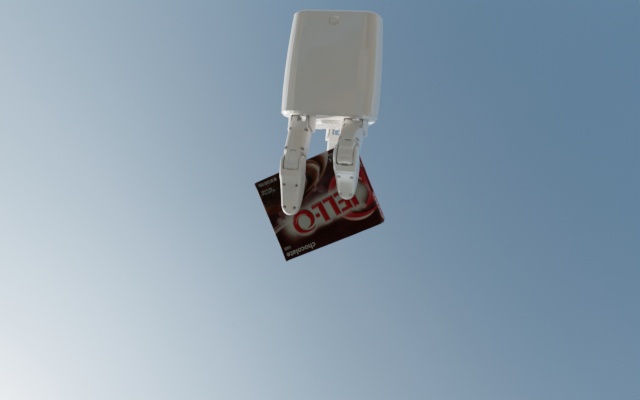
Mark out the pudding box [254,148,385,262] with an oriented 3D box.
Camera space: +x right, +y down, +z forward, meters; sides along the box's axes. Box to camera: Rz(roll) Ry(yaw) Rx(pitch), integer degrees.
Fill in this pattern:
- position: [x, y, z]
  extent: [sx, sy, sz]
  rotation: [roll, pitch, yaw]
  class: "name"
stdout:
- position: [0.000, 0.002, 0.504]
  extent: [0.113, 0.090, 0.039]
  rotation: [-23, -3, 11]
  class: "pudding box"
